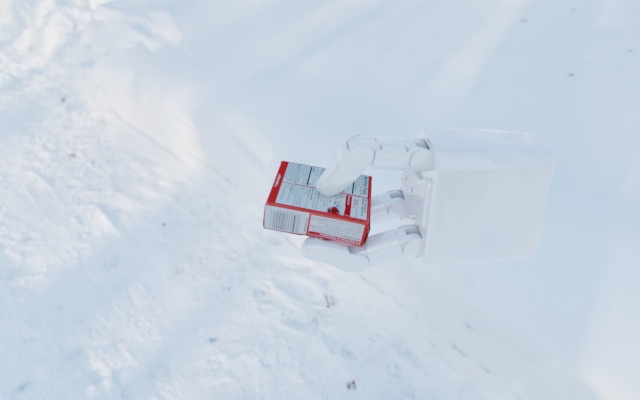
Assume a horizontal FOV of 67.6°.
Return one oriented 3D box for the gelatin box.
[{"bbox_3d":[0.000,0.001,0.422,0.089,0.030,0.073,11,35,0],"label":"gelatin box"}]
